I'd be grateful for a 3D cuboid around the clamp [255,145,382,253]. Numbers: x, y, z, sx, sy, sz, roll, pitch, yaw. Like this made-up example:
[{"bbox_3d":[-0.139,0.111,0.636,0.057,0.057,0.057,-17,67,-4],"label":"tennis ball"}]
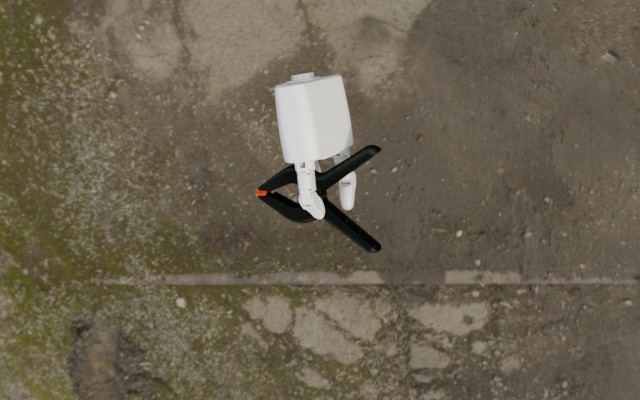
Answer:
[{"bbox_3d":[-0.001,0.002,0.731,0.210,0.164,0.036,-1,17,24],"label":"clamp"}]
